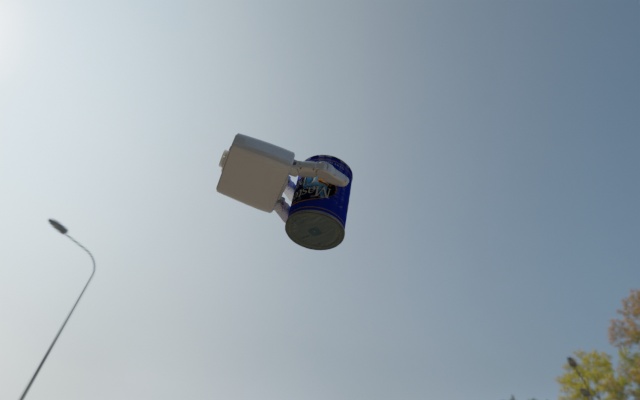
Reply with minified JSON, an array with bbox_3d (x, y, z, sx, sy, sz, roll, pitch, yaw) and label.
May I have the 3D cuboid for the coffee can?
[{"bbox_3d":[0.000,0.003,0.852,0.103,0.140,0.103,6,-42,6],"label":"coffee can"}]
